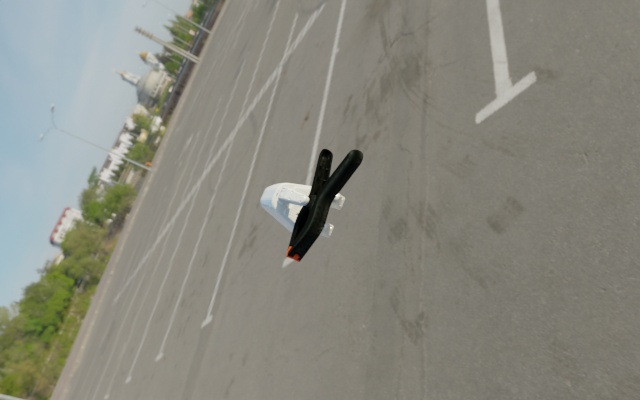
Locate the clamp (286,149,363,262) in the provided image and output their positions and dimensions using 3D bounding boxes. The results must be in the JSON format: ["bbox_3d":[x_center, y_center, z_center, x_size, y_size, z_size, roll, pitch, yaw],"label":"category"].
[{"bbox_3d":[-0.001,0.003,0.794,0.036,0.210,0.164,25,-8,-18],"label":"clamp"}]
